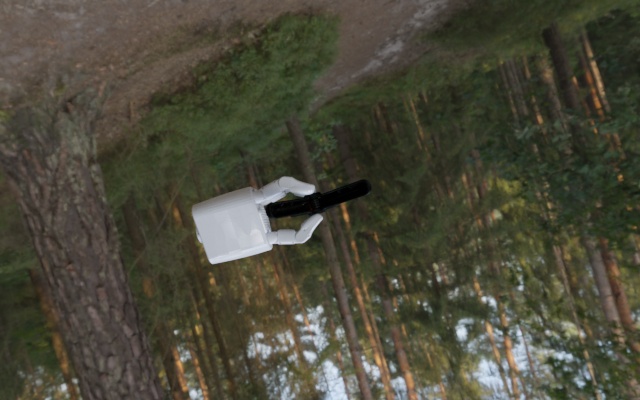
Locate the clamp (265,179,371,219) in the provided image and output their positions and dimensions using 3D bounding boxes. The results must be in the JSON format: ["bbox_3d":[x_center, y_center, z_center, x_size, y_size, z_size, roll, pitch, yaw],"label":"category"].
[{"bbox_3d":[0.000,0.004,0.807,0.164,0.036,0.210,-14,-3,1],"label":"clamp"}]
